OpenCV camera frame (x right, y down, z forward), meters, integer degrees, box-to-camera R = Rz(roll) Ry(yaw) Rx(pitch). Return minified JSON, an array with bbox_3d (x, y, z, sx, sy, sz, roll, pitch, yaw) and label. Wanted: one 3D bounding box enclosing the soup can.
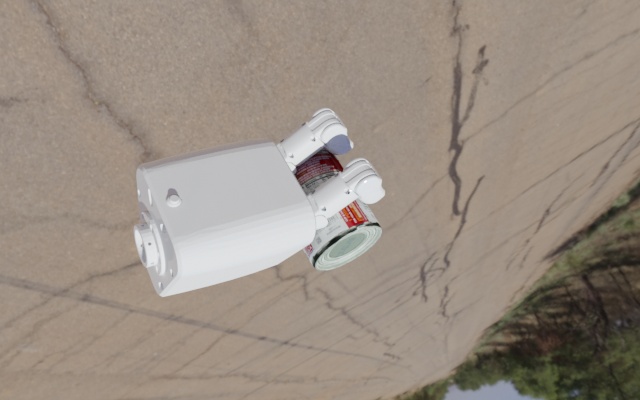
[{"bbox_3d":[0.001,0.002,0.420,0.068,0.102,0.068,-25,-25,-13],"label":"soup can"}]
